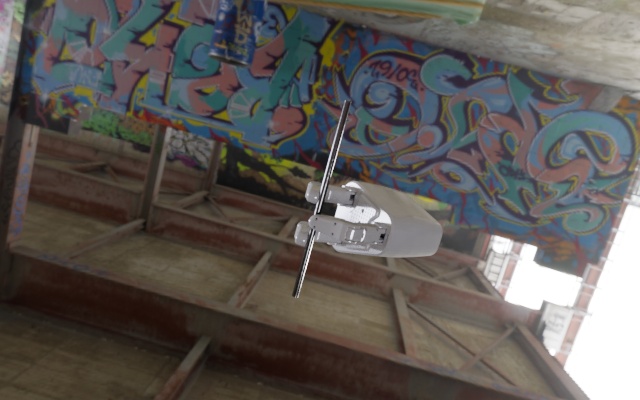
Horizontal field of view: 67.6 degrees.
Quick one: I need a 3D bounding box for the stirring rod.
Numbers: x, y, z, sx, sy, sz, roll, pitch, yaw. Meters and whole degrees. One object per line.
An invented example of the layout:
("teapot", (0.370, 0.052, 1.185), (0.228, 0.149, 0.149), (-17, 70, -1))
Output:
("stirring rod", (0.000, 0.002, 0.562), (0.011, 0.239, 0.011), (15, 9, -2))
